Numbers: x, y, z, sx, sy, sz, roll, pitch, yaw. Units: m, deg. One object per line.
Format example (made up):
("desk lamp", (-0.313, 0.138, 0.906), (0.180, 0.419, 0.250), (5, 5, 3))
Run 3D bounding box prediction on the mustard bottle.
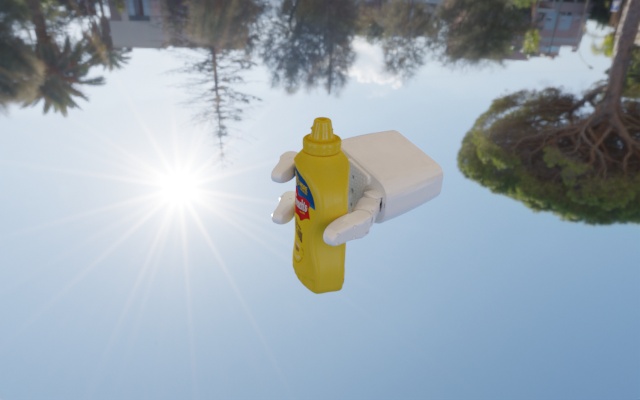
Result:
("mustard bottle", (0.000, 0.002, 0.532), (0.058, 0.192, 0.096), (-5, 28, -14))
